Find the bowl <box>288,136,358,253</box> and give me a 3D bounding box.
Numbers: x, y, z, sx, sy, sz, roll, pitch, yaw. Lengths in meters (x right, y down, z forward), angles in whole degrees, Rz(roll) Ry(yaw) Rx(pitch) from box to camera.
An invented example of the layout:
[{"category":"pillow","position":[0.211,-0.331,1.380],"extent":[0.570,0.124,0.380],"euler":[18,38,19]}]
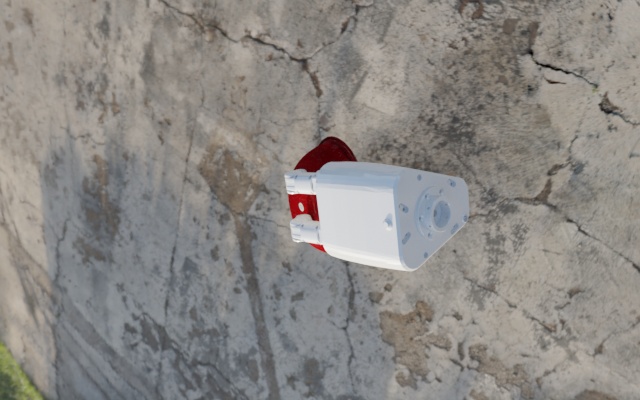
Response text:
[{"category":"bowl","position":[-0.001,0.002,0.608],"extent":[0.055,0.162,0.162],"euler":[-11,4,-22]}]
